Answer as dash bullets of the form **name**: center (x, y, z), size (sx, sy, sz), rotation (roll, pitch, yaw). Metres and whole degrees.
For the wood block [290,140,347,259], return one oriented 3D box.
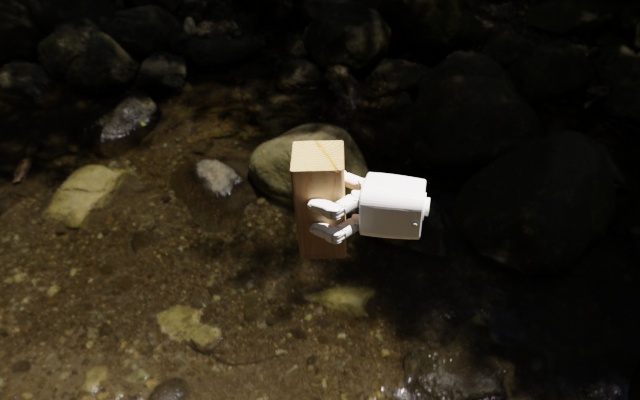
- **wood block**: center (0.001, 0.003, 0.863), size (0.090, 0.206, 0.090), rotation (-1, 40, 3)
